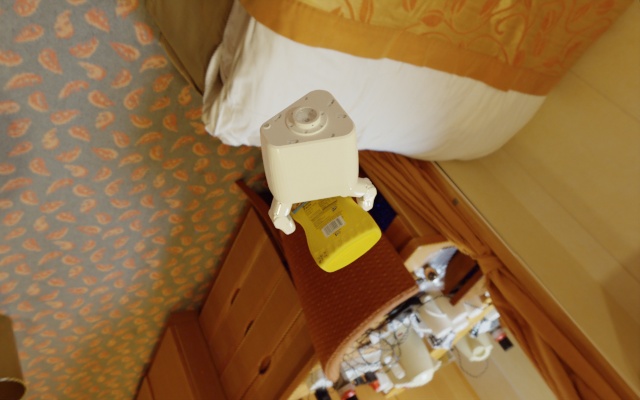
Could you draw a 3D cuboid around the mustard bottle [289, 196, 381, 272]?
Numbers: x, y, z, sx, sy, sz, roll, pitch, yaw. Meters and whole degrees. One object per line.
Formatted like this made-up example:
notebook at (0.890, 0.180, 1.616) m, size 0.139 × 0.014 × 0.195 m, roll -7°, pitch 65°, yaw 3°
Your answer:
mustard bottle at (0.000, 0.003, 0.692) m, size 0.096 × 0.191 × 0.058 m, roll -37°, pitch -33°, yaw 7°
